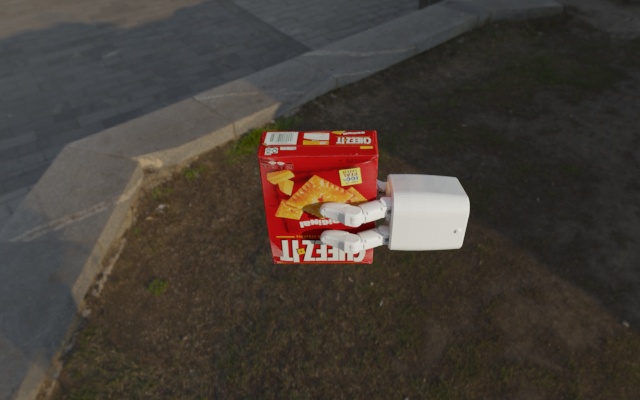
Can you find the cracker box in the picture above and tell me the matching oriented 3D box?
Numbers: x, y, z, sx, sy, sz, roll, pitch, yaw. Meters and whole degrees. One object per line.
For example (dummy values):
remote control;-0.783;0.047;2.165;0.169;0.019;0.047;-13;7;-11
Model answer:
cracker box;0.000;0.002;0.716;0.164;0.214;0.072;0;40;3
